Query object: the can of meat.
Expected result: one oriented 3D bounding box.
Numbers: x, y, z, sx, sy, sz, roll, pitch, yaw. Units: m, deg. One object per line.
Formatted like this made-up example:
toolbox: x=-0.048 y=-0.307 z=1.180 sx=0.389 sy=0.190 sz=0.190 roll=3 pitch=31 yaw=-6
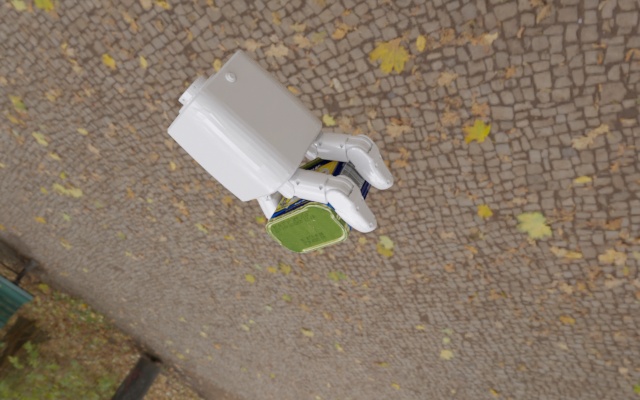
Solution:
can of meat: x=0.000 y=0.002 z=0.491 sx=0.057 sy=0.084 sz=0.102 roll=45 pitch=-40 yaw=-20
